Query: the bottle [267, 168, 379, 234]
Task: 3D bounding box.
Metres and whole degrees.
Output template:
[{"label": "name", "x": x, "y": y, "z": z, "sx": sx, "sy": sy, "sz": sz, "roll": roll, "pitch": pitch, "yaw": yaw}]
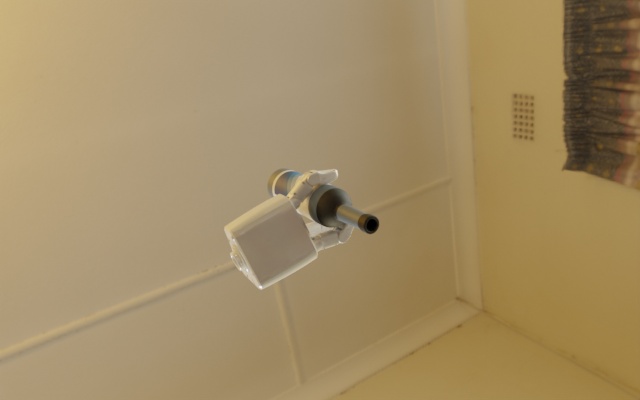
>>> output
[{"label": "bottle", "x": 0.000, "y": 0.002, "z": 0.795, "sx": 0.069, "sy": 0.069, "sz": 0.295, "roll": 0, "pitch": 13, "yaw": -30}]
